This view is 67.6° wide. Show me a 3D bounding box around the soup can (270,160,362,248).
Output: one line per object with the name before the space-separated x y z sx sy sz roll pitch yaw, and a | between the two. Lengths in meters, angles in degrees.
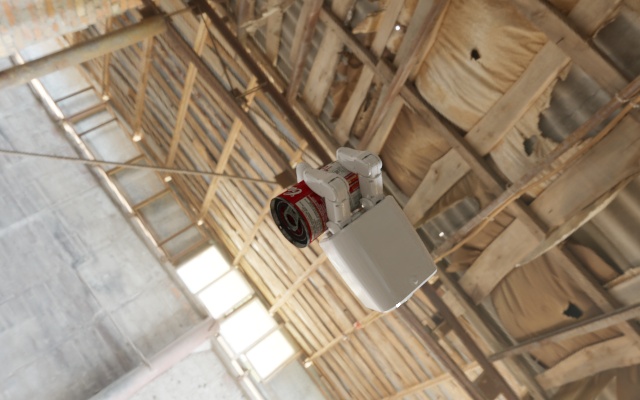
soup can | 0.000 0.001 0.572 0.102 0.068 0.068 -33 17 -28
